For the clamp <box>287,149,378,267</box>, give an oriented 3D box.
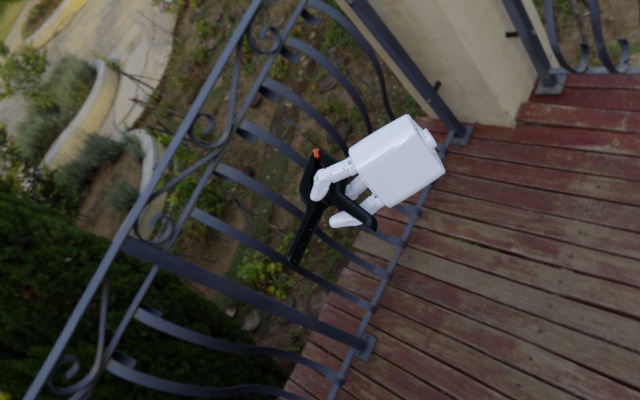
[{"bbox_3d":[0.000,0.002,0.798,0.164,0.209,0.036,-31,-43,19],"label":"clamp"}]
